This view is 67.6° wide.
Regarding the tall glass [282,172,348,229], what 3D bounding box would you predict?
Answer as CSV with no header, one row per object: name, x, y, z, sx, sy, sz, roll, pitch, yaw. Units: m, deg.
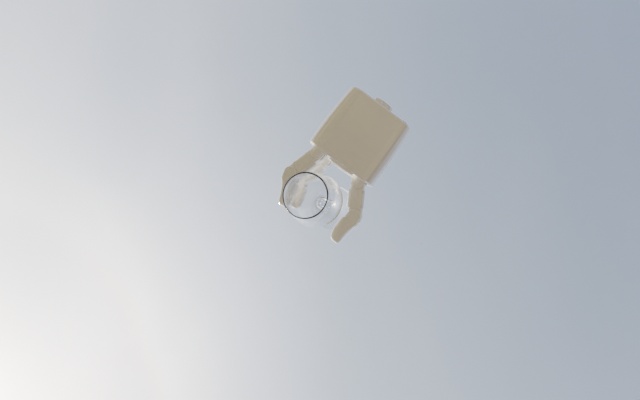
tall glass,0.000,0.003,0.712,0.079,0.079,0.201,0,-5,12
